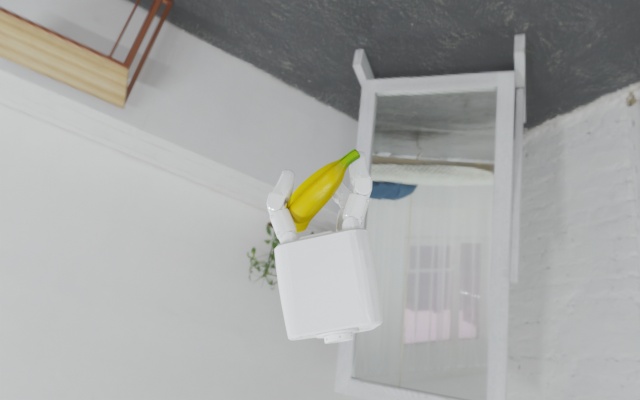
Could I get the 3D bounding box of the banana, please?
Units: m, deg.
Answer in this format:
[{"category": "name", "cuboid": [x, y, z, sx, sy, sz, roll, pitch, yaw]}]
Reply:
[{"category": "banana", "cuboid": [-0.014, 0.006, 0.602, 0.069, 0.037, 0.198, -21, -15, -32]}]
